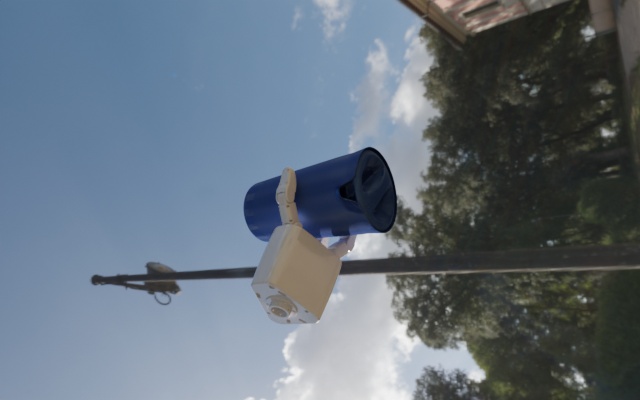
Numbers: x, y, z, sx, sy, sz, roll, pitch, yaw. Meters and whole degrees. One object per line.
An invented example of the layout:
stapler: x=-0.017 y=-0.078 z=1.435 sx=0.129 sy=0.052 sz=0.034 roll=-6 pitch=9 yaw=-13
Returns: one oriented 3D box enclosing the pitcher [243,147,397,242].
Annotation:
pitcher: x=0.000 y=0.003 z=0.796 sx=0.243 sy=0.145 sz=0.149 roll=-11 pitch=-48 yaw=33
